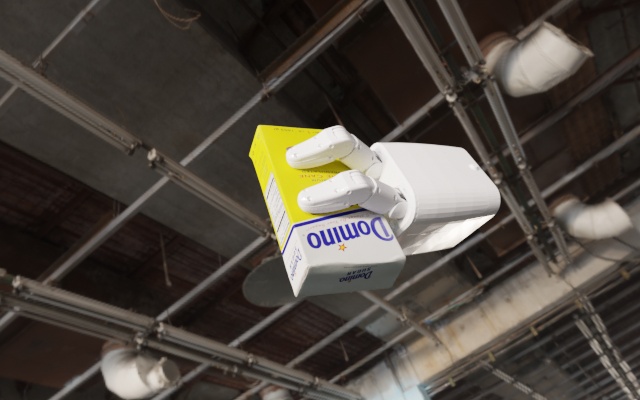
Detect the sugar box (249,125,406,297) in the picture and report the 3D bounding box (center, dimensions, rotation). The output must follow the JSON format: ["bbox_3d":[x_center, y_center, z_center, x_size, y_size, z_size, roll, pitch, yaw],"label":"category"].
[{"bbox_3d":[0.000,0.001,0.437,0.093,0.048,0.176,-1,43,-25],"label":"sugar box"}]
